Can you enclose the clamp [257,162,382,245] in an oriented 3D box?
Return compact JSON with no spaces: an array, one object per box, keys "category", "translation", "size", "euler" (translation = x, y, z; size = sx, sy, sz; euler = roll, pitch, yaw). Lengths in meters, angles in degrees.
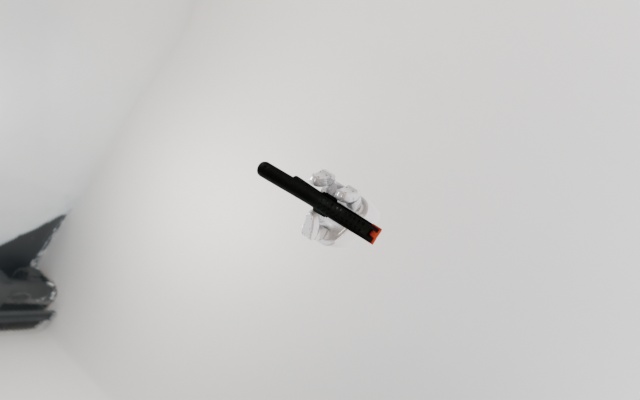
[{"category":"clamp","translation":[0.000,0.004,0.768],"size":[0.210,0.036,0.164],"euler":[33,5,23]}]
